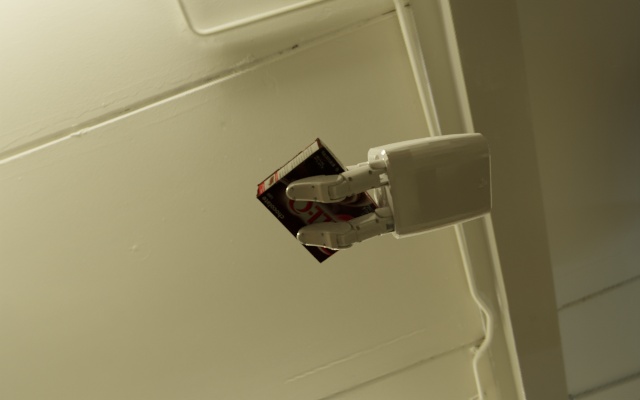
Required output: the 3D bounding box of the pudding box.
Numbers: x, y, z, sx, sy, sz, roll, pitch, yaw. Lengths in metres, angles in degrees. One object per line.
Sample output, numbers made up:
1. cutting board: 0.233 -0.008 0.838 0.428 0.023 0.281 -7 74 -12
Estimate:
1. pudding box: 0.000 0.002 0.520 0.090 0.113 0.039 -37 23 11
